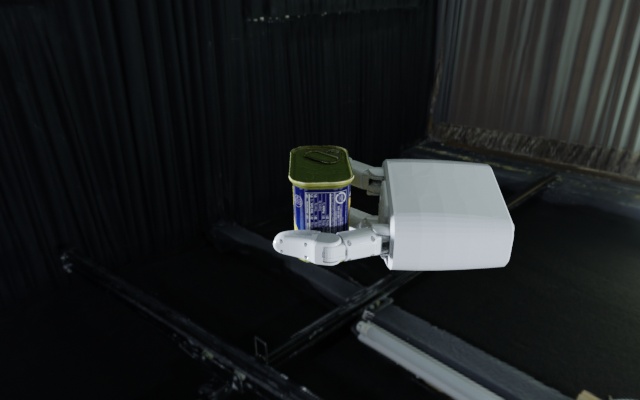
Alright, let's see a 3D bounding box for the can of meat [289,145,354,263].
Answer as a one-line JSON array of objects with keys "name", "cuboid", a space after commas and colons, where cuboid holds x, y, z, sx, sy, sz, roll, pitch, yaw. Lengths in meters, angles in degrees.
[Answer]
[{"name": "can of meat", "cuboid": [0.000, 0.002, 0.465, 0.057, 0.084, 0.102, -1, 25, -2]}]
